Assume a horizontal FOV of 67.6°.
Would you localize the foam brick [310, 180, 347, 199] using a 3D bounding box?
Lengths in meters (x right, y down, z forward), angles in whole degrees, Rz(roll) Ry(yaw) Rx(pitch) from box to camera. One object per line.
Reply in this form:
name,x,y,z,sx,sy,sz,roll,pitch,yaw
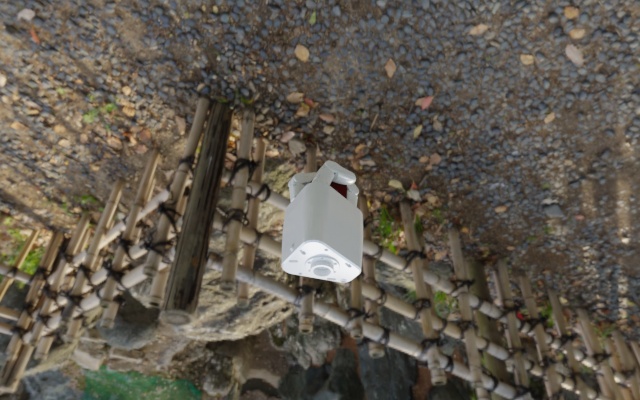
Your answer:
foam brick,0.000,0.003,0.763,0.053,0.051,0.078,23,-45,-21
